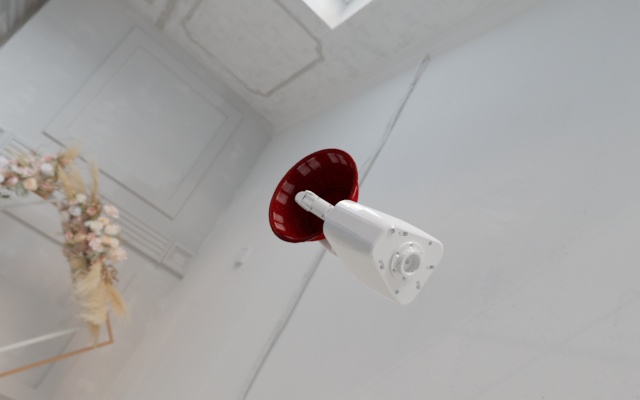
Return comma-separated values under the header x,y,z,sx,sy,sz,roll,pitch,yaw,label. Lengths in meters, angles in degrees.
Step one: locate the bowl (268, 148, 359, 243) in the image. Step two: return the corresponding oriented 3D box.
x,y,z,sx,sy,sz,roll,pitch,yaw,label
0.000,0.002,0.721,0.162,0.162,0.055,0,-30,41,bowl
